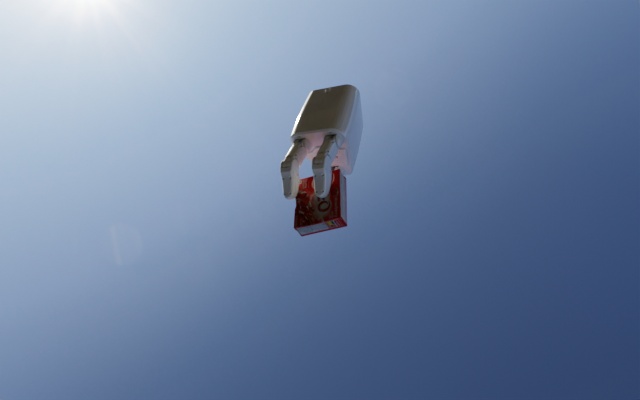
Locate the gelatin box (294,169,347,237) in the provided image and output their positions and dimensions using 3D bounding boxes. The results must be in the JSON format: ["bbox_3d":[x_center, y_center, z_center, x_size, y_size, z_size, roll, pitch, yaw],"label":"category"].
[{"bbox_3d":[0.000,0.003,0.698,0.073,0.089,0.030,-14,-37,20],"label":"gelatin box"}]
